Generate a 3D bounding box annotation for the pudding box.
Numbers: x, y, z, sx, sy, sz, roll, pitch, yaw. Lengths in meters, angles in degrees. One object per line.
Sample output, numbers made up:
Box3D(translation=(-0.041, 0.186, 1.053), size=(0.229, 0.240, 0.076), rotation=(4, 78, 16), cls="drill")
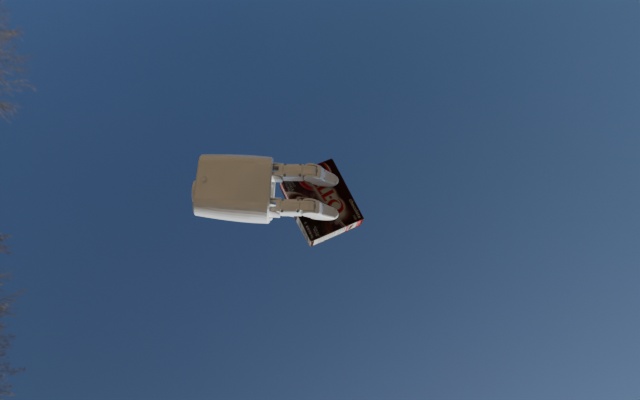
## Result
Box3D(translation=(0.000, 0.002, 0.726), size=(0.090, 0.113, 0.039), rotation=(-23, -16, -14), cls="pudding box")
